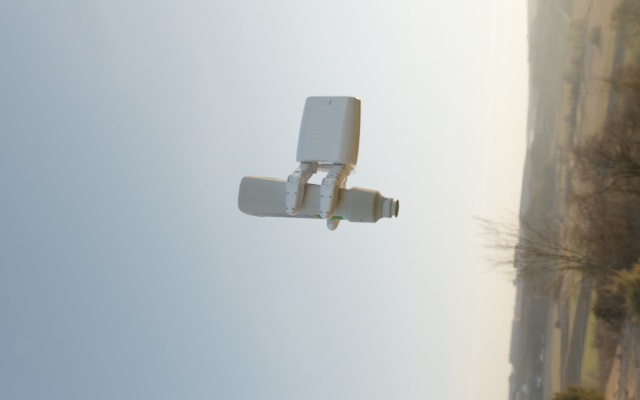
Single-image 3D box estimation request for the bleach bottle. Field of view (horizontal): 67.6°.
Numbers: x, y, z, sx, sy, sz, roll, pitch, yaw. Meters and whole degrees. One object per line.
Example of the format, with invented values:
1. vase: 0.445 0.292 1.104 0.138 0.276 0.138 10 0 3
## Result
1. bleach bottle: 0.000 0.003 0.756 0.251 0.068 0.102 5 -3 22
